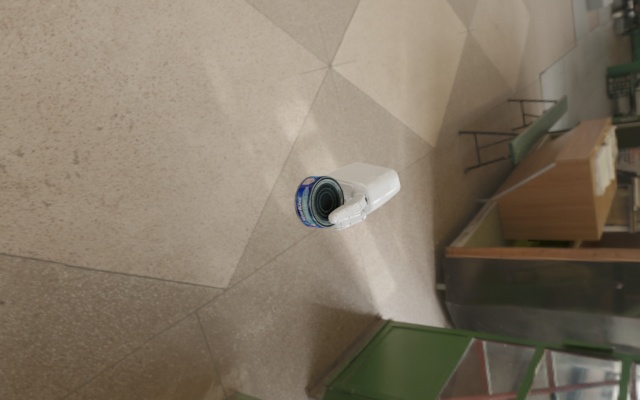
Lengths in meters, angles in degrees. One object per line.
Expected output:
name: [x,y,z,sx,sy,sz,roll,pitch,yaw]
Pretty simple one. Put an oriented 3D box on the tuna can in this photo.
tuna can: [0.000,0.003,0.773,0.034,0.086,0.086,1,0,44]
